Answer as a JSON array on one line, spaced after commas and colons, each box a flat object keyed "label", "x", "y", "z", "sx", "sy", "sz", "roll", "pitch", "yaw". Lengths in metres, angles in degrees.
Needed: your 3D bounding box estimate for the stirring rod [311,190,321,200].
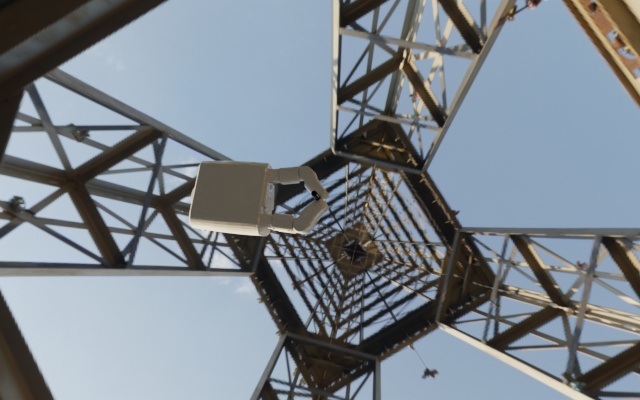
[{"label": "stirring rod", "x": 0.000, "y": 0.002, "z": 0.751, "sx": 0.011, "sy": 0.011, "sz": 0.239, "roll": 0, "pitch": -6, "yaw": 4}]
